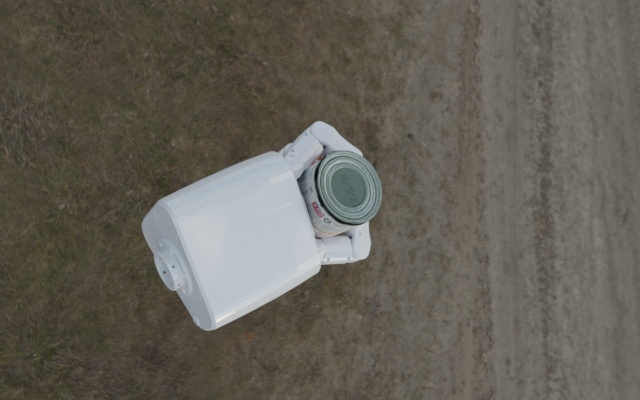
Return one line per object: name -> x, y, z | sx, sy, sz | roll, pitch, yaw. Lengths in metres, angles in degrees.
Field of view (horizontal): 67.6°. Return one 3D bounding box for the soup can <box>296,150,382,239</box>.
soup can -> 0.001, 0.001, 0.438 | 0.068, 0.068, 0.102 | 0, -15, -31
